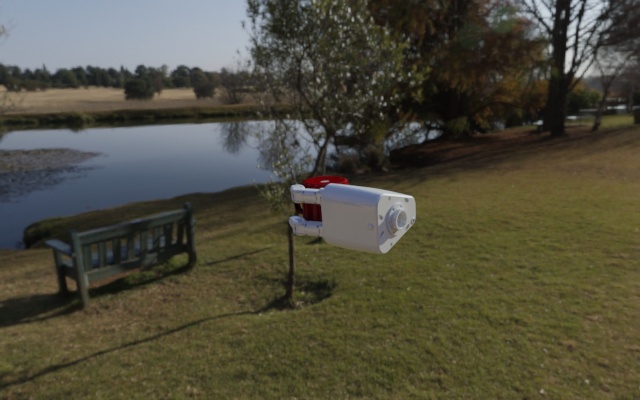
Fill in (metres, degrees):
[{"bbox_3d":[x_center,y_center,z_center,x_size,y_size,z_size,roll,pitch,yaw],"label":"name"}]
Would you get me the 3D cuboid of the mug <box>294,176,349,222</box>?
[{"bbox_3d":[-0.001,0.002,0.837,0.117,0.081,0.093,9,19,39],"label":"mug"}]
